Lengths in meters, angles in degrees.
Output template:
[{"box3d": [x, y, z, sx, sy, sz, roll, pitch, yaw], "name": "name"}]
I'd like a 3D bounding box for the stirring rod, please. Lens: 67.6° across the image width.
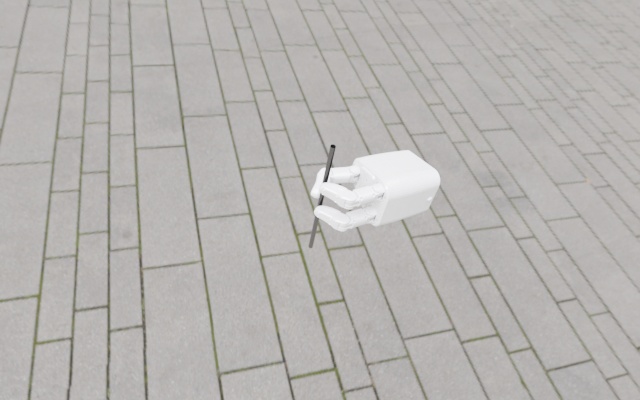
[{"box3d": [0.000, 0.003, 0.769, 0.011, 0.011, 0.240, 0, -42, -11], "name": "stirring rod"}]
